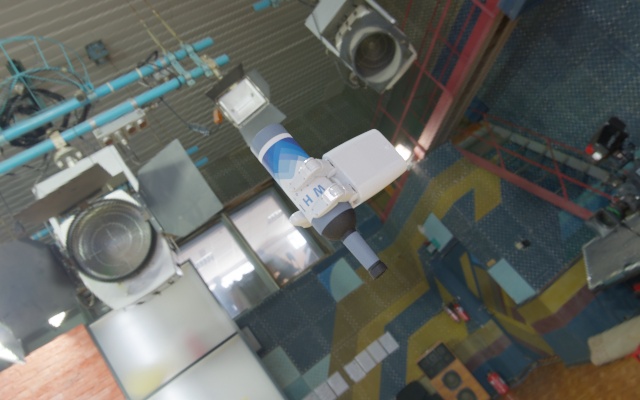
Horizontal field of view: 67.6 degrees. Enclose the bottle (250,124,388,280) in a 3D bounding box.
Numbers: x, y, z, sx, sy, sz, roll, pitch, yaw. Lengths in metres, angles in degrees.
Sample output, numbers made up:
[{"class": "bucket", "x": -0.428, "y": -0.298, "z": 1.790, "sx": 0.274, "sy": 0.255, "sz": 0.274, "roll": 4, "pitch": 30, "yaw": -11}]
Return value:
[{"class": "bottle", "x": 0.000, "y": 0.002, "z": 0.752, "sx": 0.069, "sy": 0.295, "sz": 0.069, "roll": -35, "pitch": -19, "yaw": -14}]
